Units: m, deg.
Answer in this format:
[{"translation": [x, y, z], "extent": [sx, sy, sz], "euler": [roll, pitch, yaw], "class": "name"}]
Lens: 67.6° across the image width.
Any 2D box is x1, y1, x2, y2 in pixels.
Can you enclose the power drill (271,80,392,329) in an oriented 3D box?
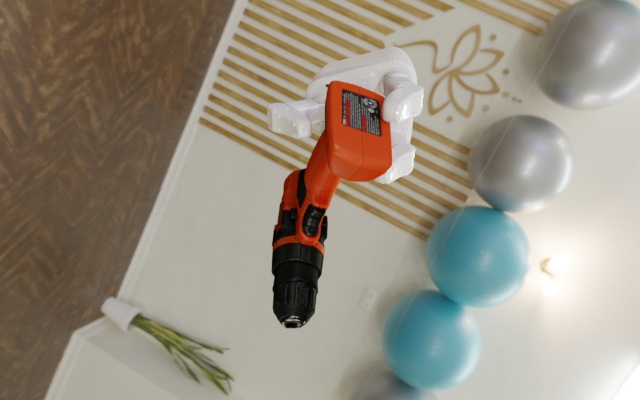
[{"translation": [0.000, 0.001, 0.439], "extent": [0.057, 0.184, 0.188], "euler": [15, -43, -16], "class": "power drill"}]
